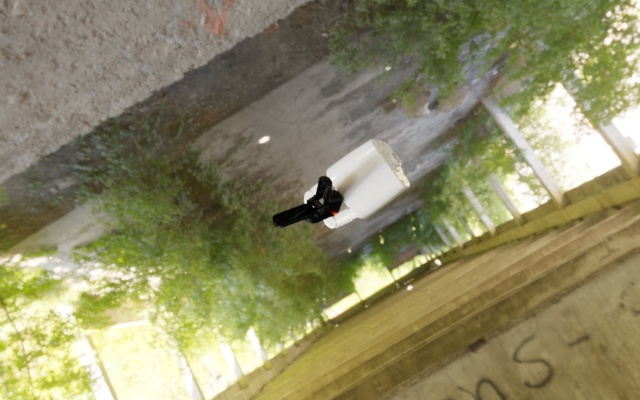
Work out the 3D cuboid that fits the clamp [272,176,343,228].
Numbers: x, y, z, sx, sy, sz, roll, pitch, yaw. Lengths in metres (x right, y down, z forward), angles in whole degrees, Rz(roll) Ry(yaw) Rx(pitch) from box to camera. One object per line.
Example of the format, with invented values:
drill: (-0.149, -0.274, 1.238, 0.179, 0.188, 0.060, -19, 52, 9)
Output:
clamp: (0.000, 0.003, 0.828, 0.120, 0.039, 0.171, -36, -13, 23)
